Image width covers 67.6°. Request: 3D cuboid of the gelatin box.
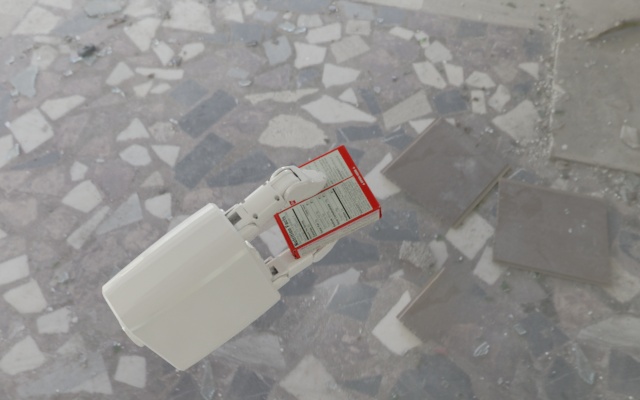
[{"bbox_3d":[0.000,0.001,0.436,0.089,0.073,0.030,-27,-24,-4],"label":"gelatin box"}]
